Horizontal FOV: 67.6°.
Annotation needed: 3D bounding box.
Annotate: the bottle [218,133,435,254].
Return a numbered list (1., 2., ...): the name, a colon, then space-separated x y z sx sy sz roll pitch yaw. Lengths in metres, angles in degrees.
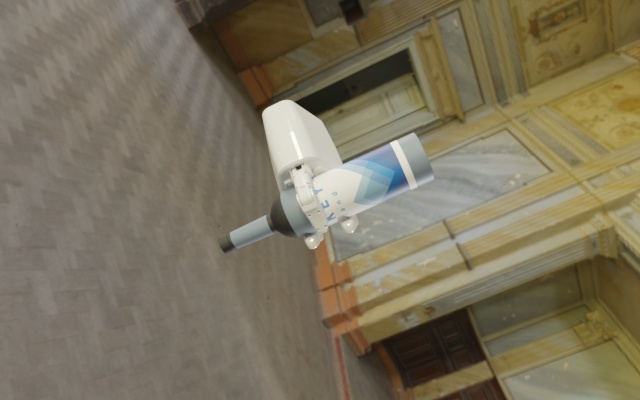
1. bottle: 0.000 0.002 0.634 0.296 0.069 0.069 -24 -3 8
